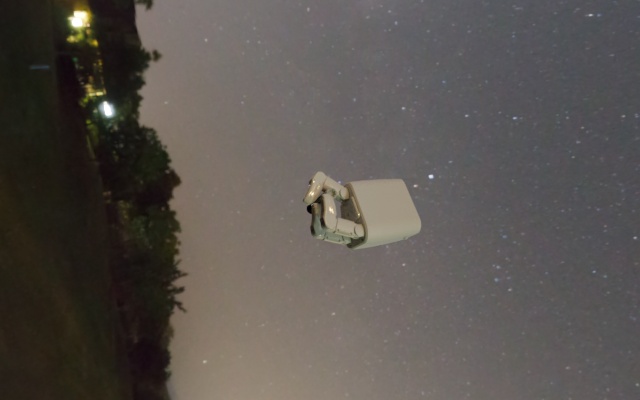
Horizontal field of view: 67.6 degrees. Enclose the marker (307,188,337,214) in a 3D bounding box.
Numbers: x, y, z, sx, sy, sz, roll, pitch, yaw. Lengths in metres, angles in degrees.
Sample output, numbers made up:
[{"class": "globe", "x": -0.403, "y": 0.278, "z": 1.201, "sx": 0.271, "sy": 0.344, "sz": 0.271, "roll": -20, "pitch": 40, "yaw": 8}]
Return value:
[{"class": "marker", "x": 0.000, "y": 0.003, "z": 0.833, "sx": 0.020, "sy": 0.020, "sz": 0.121, "roll": 0, "pitch": -14, "yaw": -19}]
